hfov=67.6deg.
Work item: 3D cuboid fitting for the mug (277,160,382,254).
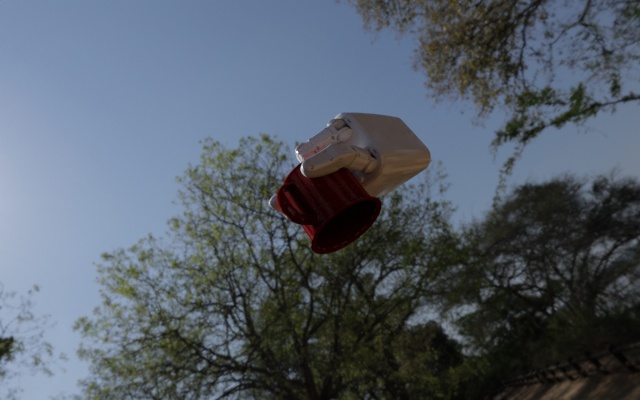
[{"bbox_3d":[-0.001,0.002,0.535,0.117,0.081,0.093,-6,-40,-44],"label":"mug"}]
